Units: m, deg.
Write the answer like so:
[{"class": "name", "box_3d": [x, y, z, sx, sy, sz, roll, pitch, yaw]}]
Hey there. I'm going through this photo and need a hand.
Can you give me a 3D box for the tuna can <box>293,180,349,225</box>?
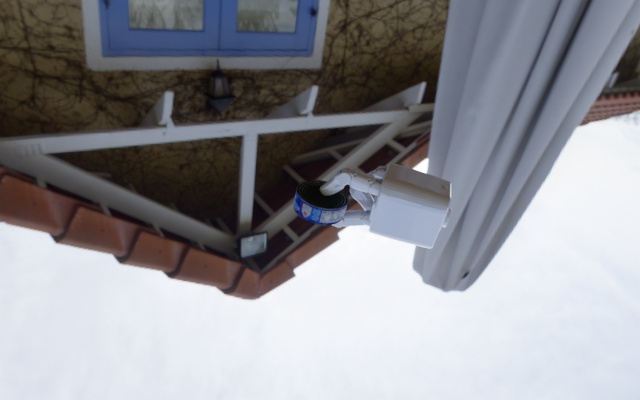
[{"class": "tuna can", "box_3d": [0.000, 0.003, 0.764, 0.086, 0.034, 0.086, 11, 31, -7]}]
